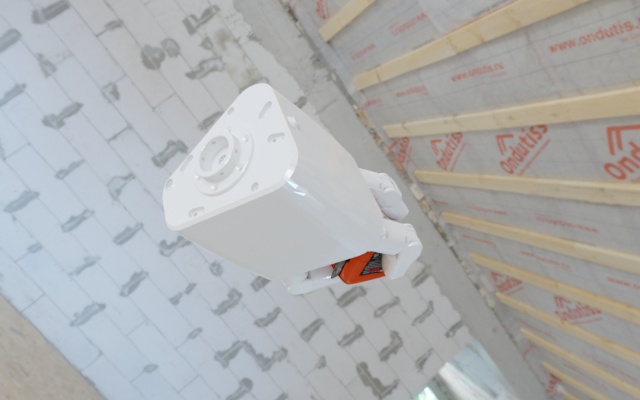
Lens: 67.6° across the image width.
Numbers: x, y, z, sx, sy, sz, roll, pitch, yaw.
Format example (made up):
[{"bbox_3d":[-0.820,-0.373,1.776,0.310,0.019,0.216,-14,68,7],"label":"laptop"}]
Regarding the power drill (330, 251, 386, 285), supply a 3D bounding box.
[{"bbox_3d":[0.000,0.002,0.478,0.187,0.057,0.184,37,17,26],"label":"power drill"}]
